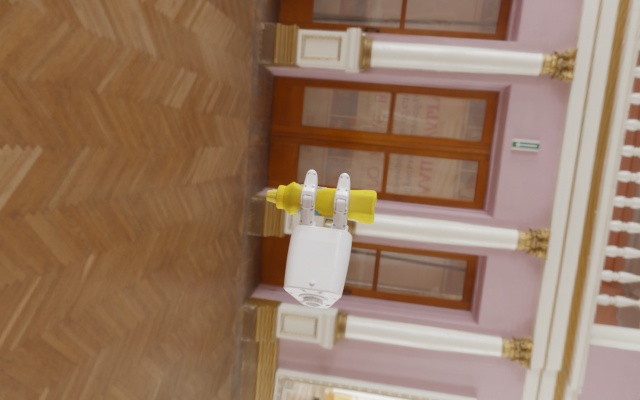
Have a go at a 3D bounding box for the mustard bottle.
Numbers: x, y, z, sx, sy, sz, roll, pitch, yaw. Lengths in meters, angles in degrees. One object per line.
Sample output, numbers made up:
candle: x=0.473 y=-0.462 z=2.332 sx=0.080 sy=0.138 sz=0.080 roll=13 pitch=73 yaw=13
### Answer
mustard bottle: x=0.000 y=0.002 z=0.833 sx=0.191 sy=0.058 sz=0.096 roll=6 pitch=-3 yaw=7
